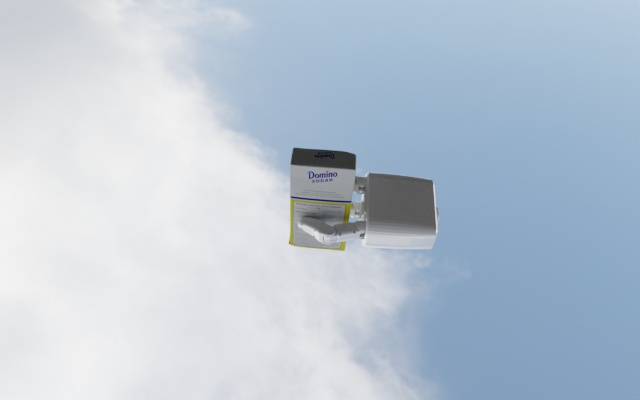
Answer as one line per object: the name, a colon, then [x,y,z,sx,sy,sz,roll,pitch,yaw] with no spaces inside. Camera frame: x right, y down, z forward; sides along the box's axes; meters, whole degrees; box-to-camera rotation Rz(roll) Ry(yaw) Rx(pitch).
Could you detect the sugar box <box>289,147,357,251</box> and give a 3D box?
sugar box: [0.000,0.002,0.724,0.093,0.176,0.048,5,43,0]
